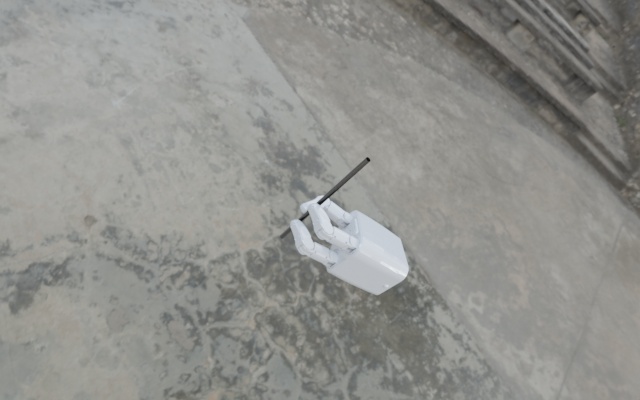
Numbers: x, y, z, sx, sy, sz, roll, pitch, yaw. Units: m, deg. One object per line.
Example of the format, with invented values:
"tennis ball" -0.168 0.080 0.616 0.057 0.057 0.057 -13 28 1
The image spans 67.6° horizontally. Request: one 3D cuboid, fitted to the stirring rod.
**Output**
"stirring rod" 0.000 0.003 0.760 0.011 0.011 0.240 0 -31 -41
